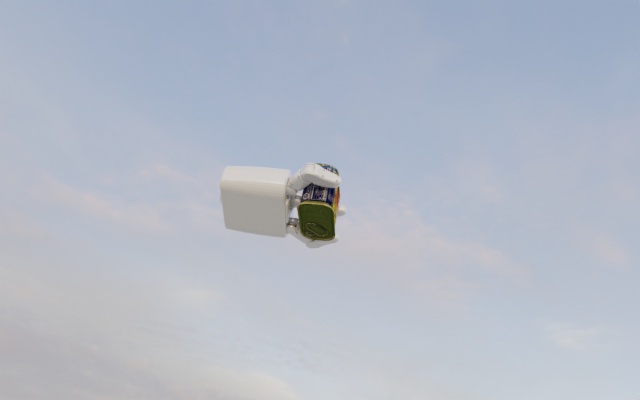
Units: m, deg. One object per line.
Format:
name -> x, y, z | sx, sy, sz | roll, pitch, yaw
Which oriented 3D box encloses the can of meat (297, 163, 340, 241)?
can of meat -> 0.000, 0.002, 0.769 | 0.057, 0.084, 0.102 | 5, -36, 8
